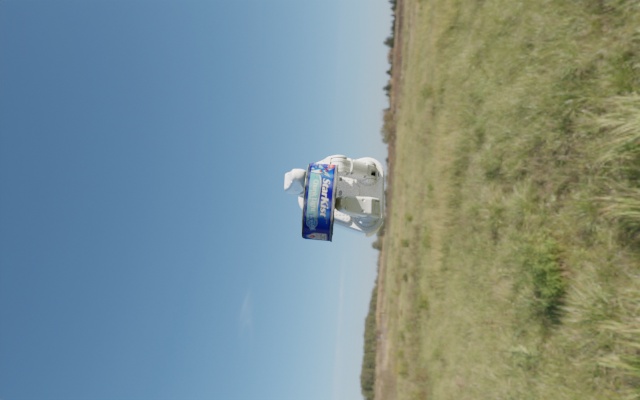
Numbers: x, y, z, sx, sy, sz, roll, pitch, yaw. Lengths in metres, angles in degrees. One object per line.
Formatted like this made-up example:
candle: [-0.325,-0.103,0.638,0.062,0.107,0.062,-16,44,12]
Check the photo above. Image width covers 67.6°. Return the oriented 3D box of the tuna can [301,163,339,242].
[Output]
tuna can: [0.000,0.002,0.527,0.034,0.086,0.086,5,0,2]
